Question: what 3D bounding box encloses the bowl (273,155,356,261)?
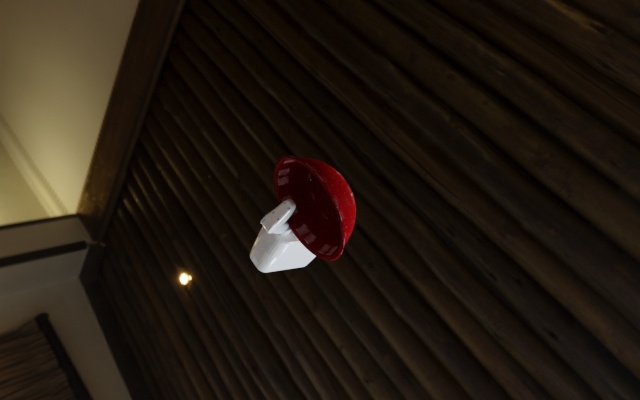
[{"bbox_3d":[0.001,0.002,0.680,0.055,0.162,0.162,-28,14,-28],"label":"bowl"}]
